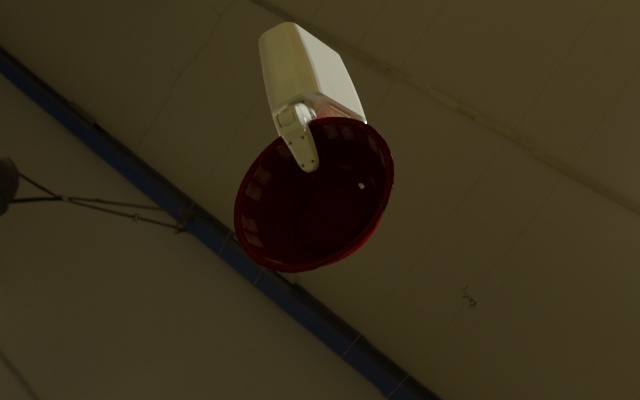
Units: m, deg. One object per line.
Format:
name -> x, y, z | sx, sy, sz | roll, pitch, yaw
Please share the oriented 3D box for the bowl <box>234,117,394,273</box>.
bowl -> 0.000, 0.003, 0.450 | 0.162, 0.162, 0.055 | 0, -29, 30
